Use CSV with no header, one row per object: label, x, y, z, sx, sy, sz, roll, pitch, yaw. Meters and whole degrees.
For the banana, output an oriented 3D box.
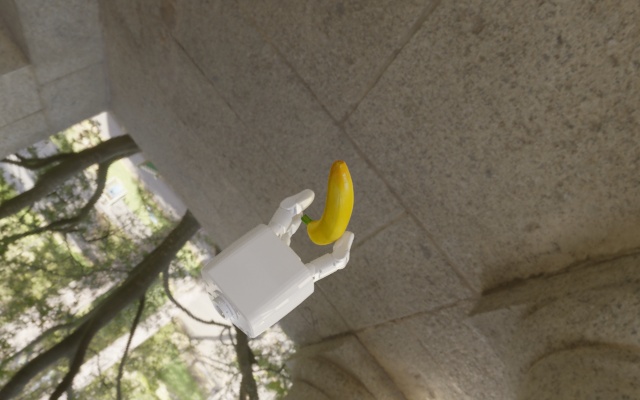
banana,0.011,0.018,0.665,0.037,0.069,0.198,-34,-11,-28
